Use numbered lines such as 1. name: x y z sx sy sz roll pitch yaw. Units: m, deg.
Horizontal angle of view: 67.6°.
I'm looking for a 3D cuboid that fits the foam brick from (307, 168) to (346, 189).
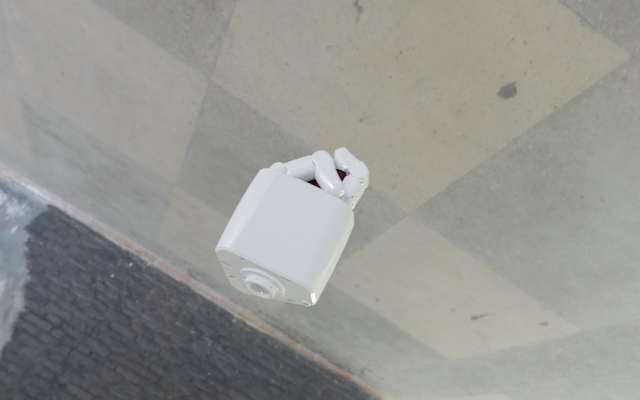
1. foam brick: 0.000 0.002 0.571 0.053 0.051 0.078 14 -35 17
